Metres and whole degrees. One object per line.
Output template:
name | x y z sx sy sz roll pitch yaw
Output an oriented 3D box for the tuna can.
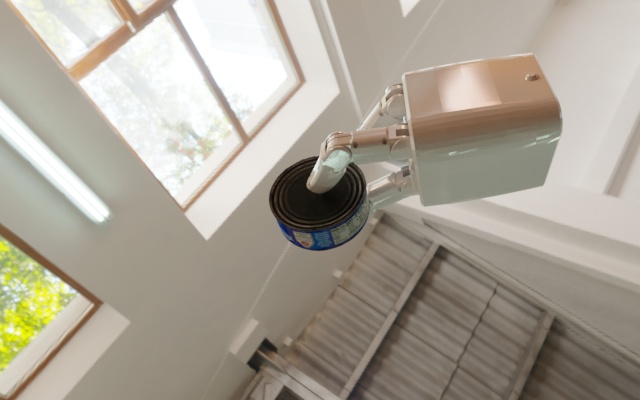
tuna can | 0.000 0.002 0.423 0.086 0.086 0.034 0 -40 16
